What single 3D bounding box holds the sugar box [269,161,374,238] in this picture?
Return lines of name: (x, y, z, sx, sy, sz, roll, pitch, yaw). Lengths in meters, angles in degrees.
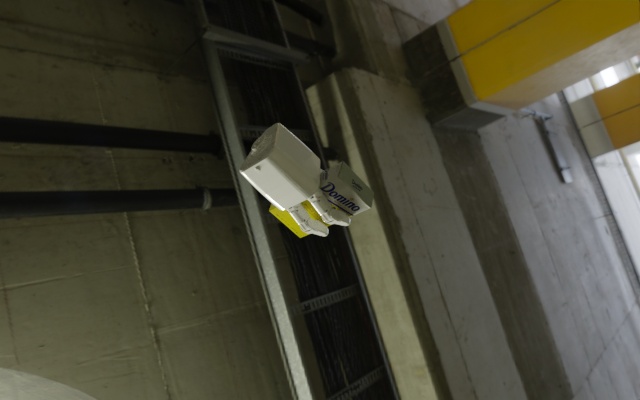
sugar box: (0.000, 0.003, 0.874, 0.176, 0.048, 0.093, -24, -55, 38)
